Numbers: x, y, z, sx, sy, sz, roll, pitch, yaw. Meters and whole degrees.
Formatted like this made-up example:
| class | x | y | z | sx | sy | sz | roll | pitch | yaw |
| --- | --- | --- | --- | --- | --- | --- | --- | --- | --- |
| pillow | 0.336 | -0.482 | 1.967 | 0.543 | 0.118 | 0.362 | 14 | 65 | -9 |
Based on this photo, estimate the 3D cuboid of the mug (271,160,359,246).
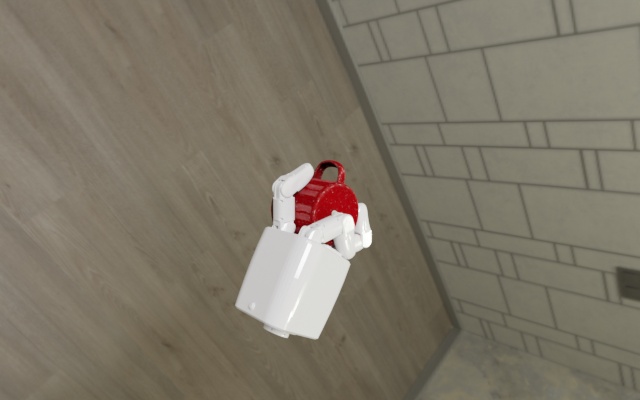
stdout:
| class | x | y | z | sx | sy | sz | roll | pitch | yaw |
| --- | --- | --- | --- | --- | --- | --- | --- | --- | --- |
| mug | 0.001 | 0.001 | 0.630 | 0.093 | 0.117 | 0.081 | 30 | -12 | -40 |
